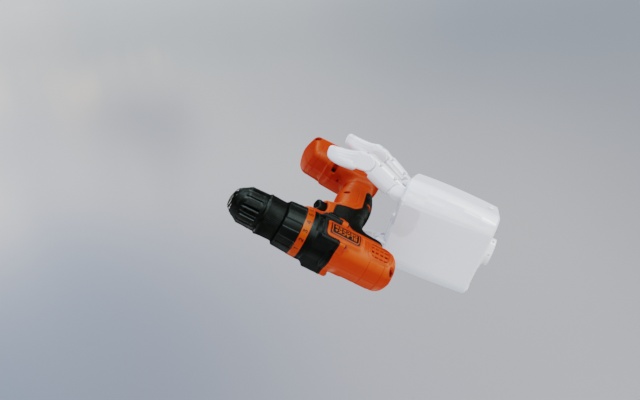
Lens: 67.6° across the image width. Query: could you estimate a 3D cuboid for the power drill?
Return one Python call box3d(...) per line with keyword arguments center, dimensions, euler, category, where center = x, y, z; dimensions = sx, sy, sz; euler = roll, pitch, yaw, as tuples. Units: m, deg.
box3d(center=(0.000, 0.002, 0.543), dimensions=(0.184, 0.057, 0.187), euler=(29, 35, -10), category="power drill")
